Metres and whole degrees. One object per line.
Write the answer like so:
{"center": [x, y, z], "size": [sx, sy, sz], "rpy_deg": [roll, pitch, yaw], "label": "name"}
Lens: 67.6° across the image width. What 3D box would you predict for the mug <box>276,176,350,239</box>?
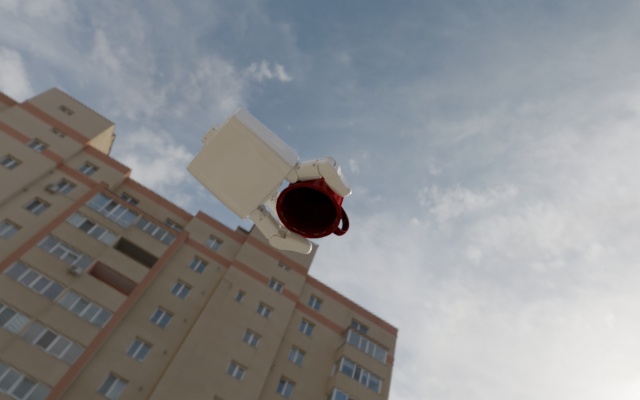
{"center": [0.001, 0.003, 0.694], "size": [0.093, 0.117, 0.081], "rpy_deg": [-38, 17, 32], "label": "mug"}
